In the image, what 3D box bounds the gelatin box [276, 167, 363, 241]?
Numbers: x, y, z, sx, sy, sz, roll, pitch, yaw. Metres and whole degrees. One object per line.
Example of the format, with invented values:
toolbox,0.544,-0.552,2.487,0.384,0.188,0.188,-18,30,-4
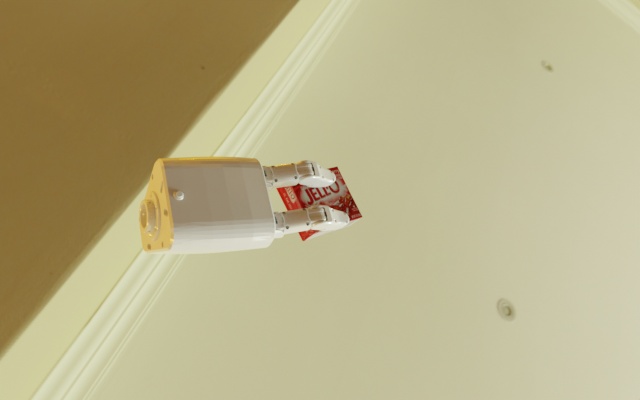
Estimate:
gelatin box,0.000,0.002,0.573,0.089,0.073,0.030,-15,-16,-45
